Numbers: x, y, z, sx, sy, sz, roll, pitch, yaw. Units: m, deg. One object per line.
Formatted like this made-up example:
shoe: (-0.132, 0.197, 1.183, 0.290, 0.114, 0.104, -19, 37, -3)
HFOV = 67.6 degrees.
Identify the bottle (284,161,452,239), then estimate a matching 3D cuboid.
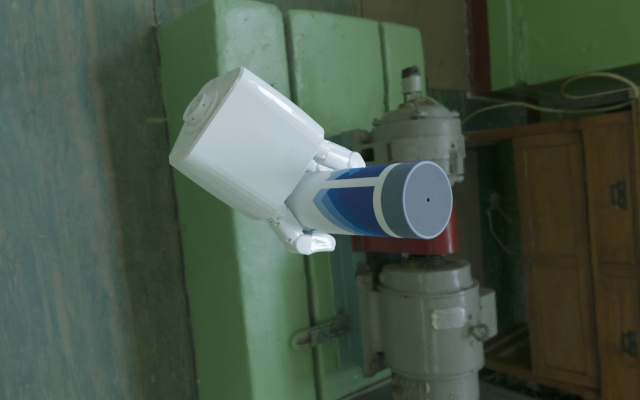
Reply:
bottle: (0.000, 0.002, 0.518, 0.069, 0.069, 0.295, 0, -1, -38)
